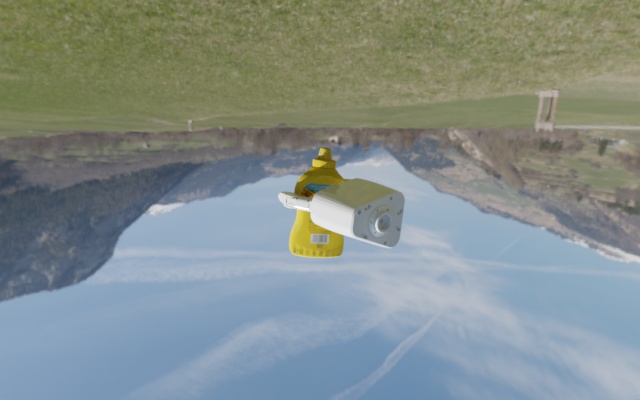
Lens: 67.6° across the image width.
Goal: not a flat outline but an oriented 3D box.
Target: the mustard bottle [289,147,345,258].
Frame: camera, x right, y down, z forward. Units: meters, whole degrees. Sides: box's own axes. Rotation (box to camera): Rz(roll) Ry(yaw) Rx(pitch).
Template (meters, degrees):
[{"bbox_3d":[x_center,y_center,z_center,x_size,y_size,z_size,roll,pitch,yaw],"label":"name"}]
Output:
[{"bbox_3d":[0.000,0.003,0.845,0.096,0.191,0.058,4,10,-11],"label":"mustard bottle"}]
